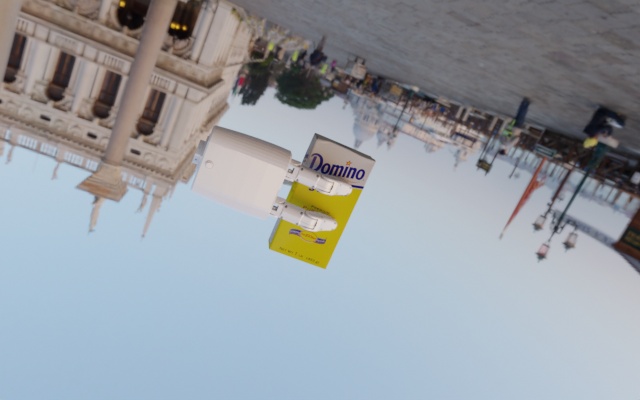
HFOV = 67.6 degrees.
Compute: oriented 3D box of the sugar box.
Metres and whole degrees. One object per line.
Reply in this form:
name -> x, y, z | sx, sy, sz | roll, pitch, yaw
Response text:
sugar box -> 0.000, 0.002, 0.687 | 0.093, 0.176, 0.048 | 21, 14, -13
